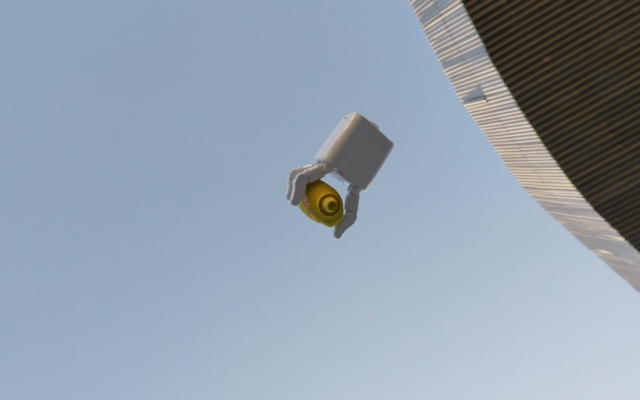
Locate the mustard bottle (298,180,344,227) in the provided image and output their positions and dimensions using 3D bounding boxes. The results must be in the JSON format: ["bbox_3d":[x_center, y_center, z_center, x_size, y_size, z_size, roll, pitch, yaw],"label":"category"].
[{"bbox_3d":[0.000,0.003,0.881,0.058,0.096,0.191,-32,9,-9],"label":"mustard bottle"}]
